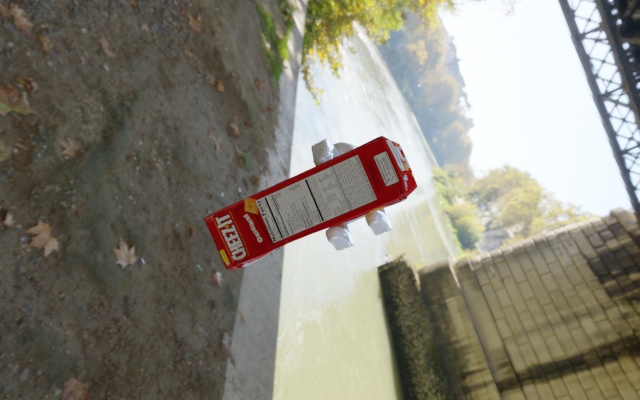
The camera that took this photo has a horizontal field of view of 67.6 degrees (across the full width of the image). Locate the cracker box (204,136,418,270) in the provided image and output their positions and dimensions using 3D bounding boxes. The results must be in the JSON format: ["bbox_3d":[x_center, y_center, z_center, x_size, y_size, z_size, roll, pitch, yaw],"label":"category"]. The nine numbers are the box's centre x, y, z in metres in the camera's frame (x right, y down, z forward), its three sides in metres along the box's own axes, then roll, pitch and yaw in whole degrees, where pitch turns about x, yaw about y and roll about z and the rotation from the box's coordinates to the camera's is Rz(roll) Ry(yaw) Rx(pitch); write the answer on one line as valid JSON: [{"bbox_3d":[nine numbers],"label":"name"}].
[{"bbox_3d":[0.000,0.002,0.560,0.214,0.072,0.164,-24,-2,15],"label":"cracker box"}]
